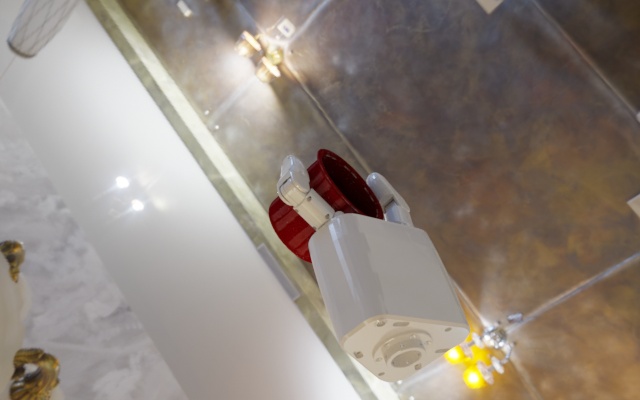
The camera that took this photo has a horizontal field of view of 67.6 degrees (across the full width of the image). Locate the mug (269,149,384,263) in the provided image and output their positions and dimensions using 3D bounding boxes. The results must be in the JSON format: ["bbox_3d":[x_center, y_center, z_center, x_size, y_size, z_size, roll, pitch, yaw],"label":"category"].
[{"bbox_3d":[0.000,0.001,0.489,0.081,0.117,0.093,-41,-52,20],"label":"mug"}]
